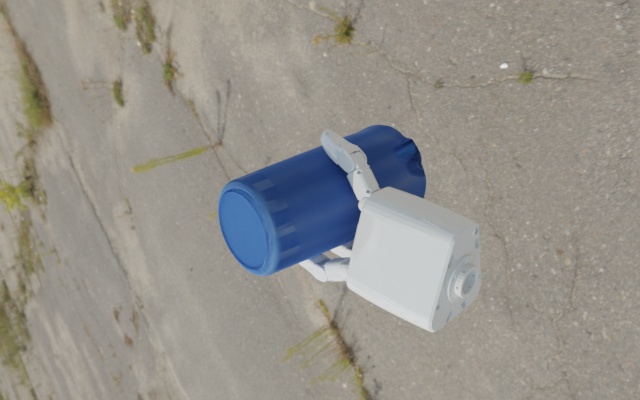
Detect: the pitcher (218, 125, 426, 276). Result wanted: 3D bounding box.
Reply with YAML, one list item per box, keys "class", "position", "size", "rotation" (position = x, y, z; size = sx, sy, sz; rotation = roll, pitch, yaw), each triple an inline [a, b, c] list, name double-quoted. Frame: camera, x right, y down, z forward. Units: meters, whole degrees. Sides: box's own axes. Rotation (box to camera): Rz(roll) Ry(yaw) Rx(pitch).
- class: "pitcher"
  position: [0.000, 0.002, 0.581]
  size: [0.243, 0.149, 0.145]
  rotation: [-22, 35, -39]
